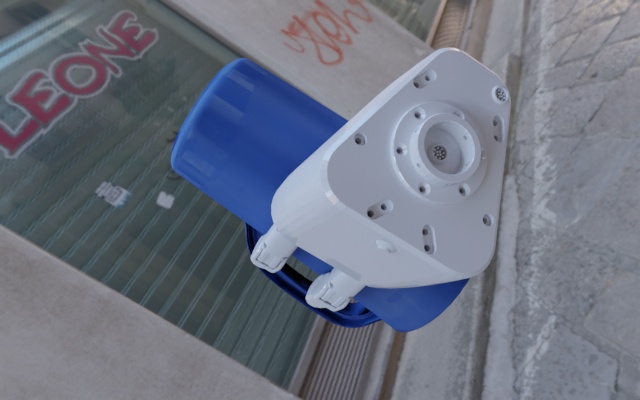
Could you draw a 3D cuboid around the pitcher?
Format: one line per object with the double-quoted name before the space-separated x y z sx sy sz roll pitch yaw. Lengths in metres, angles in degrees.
"pitcher" 0.000 0.001 0.404 0.243 0.149 0.145 33 -18 -8
